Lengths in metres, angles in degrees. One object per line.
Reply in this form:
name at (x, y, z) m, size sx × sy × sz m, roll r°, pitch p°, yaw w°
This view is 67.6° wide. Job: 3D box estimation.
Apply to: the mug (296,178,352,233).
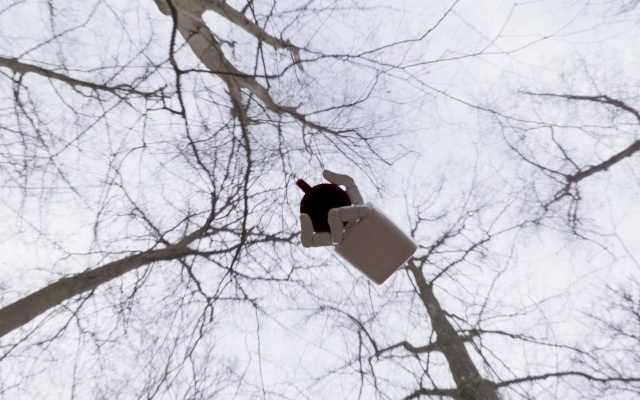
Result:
mug at (-0.001, 0.002, 0.883) m, size 0.117 × 0.093 × 0.081 m, roll 41°, pitch 5°, yaw -5°
